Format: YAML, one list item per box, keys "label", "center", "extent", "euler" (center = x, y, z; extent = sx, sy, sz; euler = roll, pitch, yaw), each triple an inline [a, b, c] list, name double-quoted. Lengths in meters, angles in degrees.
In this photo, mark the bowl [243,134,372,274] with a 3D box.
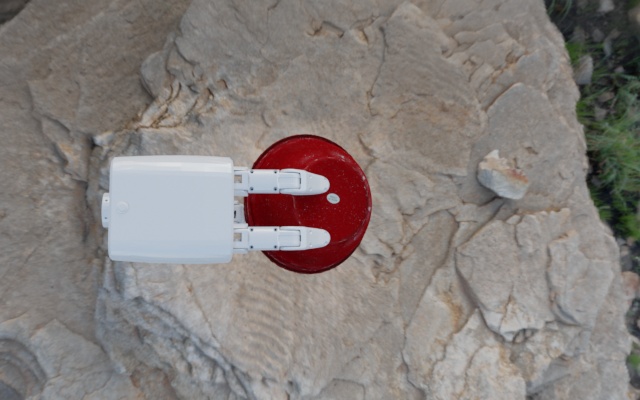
- label: "bowl"
  center: [0.001, 0.001, 0.527]
  extent: [0.162, 0.162, 0.055]
  euler: [0, -4, -28]
